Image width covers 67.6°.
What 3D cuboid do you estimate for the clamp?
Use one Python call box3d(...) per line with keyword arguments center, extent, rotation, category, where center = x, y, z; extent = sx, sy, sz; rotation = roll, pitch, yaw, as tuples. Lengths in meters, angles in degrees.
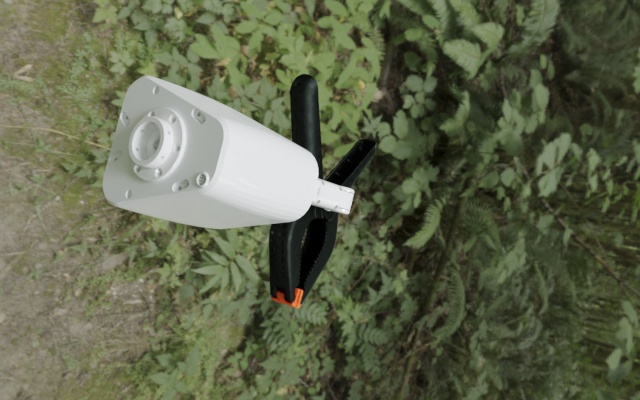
box3d(center=(0.001, 0.002, 0.482), extent=(0.036, 0.210, 0.164), rotation=(11, -4, 32), category="clamp")
